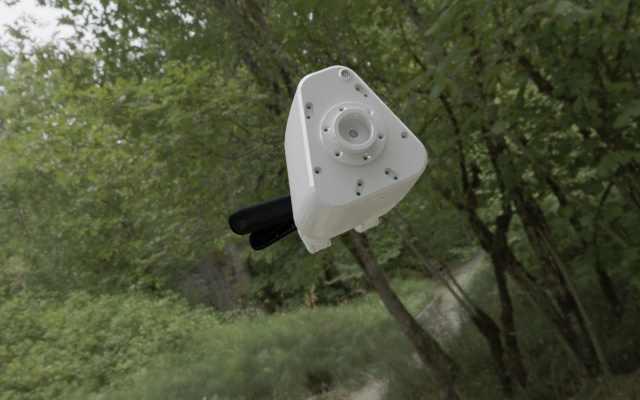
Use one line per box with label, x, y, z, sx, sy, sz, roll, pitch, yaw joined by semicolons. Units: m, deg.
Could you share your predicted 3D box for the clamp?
clamp;0.000;0.001;0.538;0.210;0.036;0.164;-23;-9;-13
